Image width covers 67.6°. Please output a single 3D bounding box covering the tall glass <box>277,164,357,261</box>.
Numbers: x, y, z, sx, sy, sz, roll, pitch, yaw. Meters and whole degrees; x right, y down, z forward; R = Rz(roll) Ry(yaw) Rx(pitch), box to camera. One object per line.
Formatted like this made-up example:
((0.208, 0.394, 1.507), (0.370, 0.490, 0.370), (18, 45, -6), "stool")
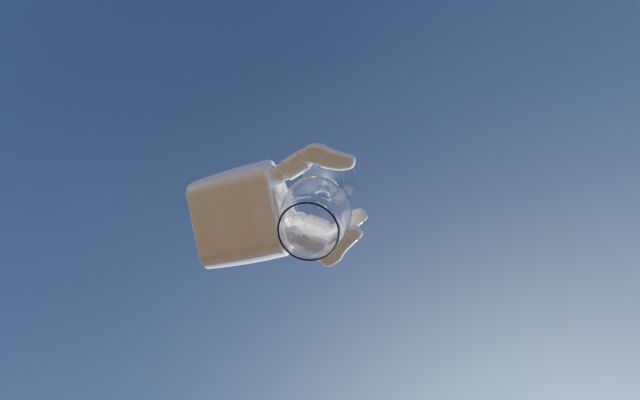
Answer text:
((0.000, 0.002, 0.556), (0.079, 0.079, 0.201), (0, 17, 7), "tall glass")
